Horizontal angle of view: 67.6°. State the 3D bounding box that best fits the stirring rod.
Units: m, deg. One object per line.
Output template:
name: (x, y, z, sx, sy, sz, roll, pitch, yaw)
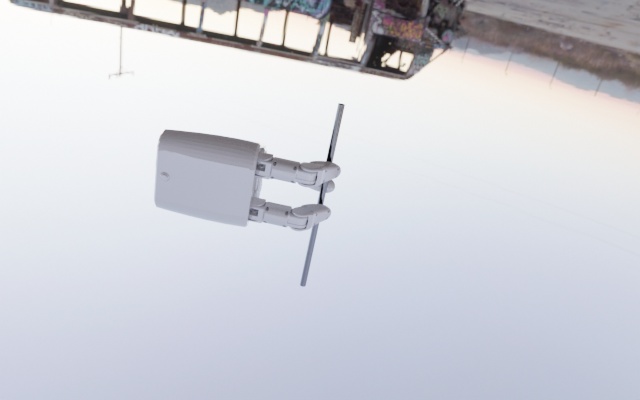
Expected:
stirring rod: (0.000, 0.002, 0.574, 0.011, 0.240, 0.011, 10, 23, -4)
